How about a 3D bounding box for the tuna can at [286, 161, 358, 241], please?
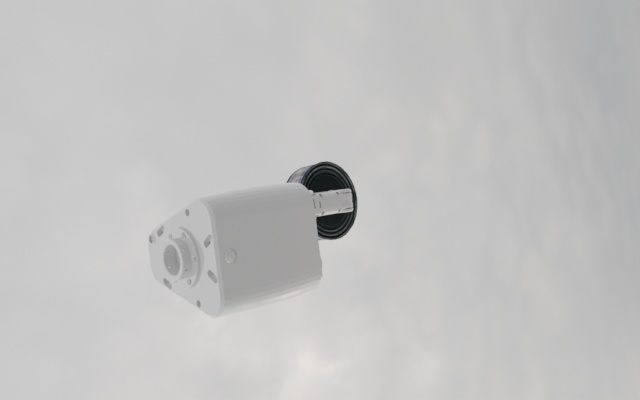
[{"bbox_3d":[0.000,0.002,0.527,0.086,0.086,0.034,0,-6,-44],"label":"tuna can"}]
